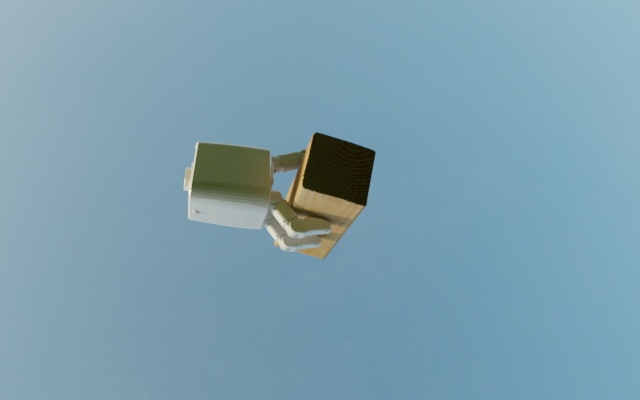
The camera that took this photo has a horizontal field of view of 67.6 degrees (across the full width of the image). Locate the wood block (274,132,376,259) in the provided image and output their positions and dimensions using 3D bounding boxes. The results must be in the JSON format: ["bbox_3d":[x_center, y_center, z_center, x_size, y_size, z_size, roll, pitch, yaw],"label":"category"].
[{"bbox_3d":[0.000,0.002,0.705,0.090,0.090,0.206,16,-28,-8],"label":"wood block"}]
